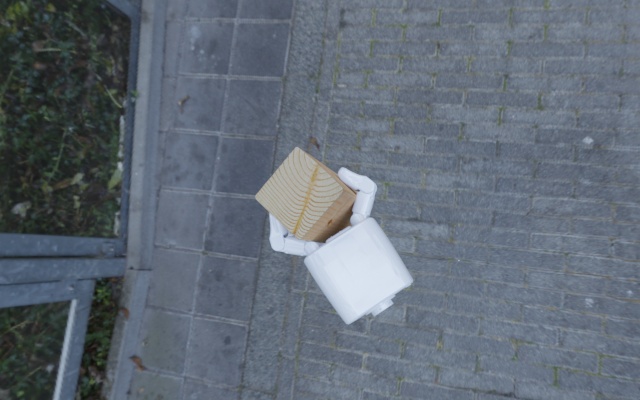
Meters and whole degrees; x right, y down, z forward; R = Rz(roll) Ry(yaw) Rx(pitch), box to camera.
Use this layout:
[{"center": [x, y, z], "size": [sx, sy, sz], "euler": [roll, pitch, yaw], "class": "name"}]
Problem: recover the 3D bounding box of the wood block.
[{"center": [0.001, 0.002, 0.711], "size": [0.090, 0.091, 0.206], "euler": [43, 6, 17], "class": "wood block"}]
